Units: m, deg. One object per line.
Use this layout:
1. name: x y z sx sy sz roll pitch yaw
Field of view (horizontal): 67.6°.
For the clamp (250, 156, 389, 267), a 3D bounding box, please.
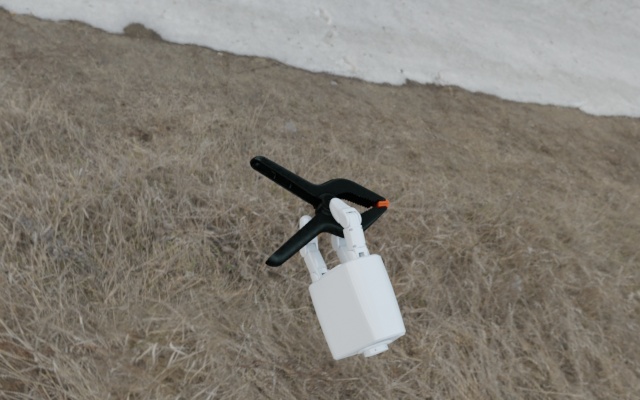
1. clamp: 0.001 0.002 0.689 0.210 0.164 0.036 -7 -23 -27
